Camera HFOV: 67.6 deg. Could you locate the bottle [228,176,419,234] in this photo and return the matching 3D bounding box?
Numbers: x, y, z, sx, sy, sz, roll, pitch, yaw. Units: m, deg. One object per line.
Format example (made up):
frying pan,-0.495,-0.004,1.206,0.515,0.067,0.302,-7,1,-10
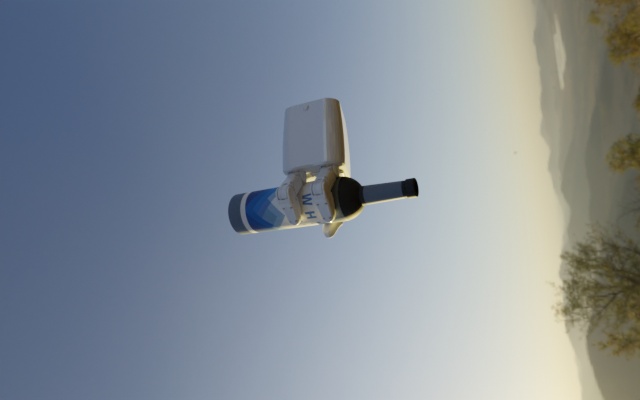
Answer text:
bottle,0.000,0.002,0.718,0.296,0.069,0.069,-9,-4,25
